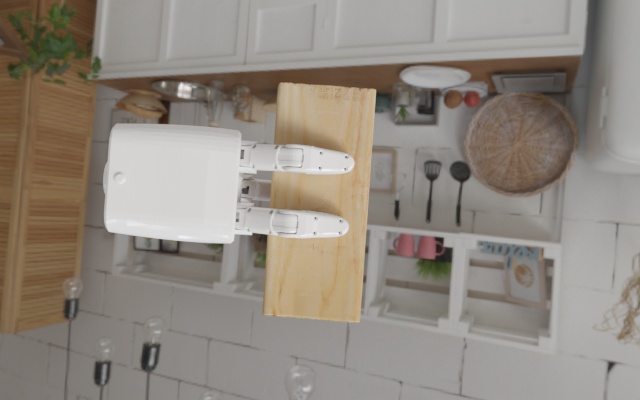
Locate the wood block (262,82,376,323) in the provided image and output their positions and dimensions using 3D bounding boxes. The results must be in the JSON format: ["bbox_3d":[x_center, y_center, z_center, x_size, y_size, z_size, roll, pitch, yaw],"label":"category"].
[{"bbox_3d":[0.000,0.002,0.463,0.090,0.206,0.091,4,0,1],"label":"wood block"}]
